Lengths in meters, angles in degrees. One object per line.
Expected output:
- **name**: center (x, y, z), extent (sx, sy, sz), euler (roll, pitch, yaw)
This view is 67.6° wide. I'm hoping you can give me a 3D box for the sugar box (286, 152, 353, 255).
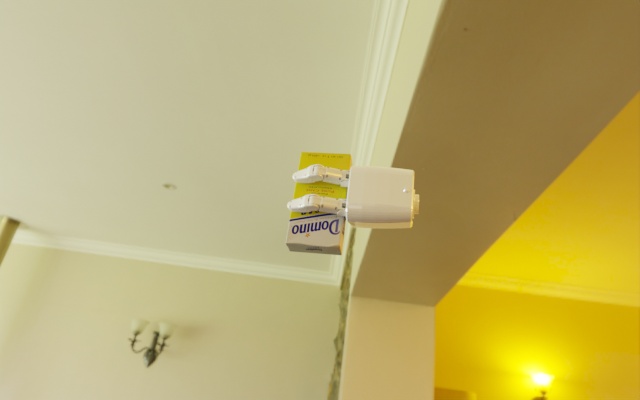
- **sugar box**: center (0.000, 0.002, 0.822), extent (0.093, 0.176, 0.048), euler (3, -27, 10)
